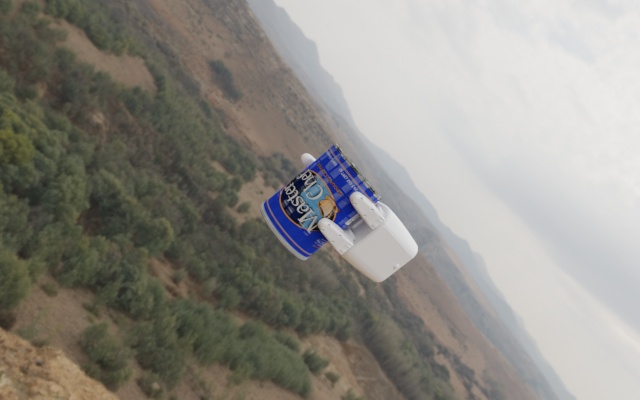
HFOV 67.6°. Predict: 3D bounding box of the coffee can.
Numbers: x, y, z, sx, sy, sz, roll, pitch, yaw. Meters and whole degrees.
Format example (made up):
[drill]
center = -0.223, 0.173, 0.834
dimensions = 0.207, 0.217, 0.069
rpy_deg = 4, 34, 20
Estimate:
[coffee can]
center = 0.000, 0.002, 0.678
dimensions = 0.140, 0.103, 0.103
rpy_deg = -39, -6, 7
